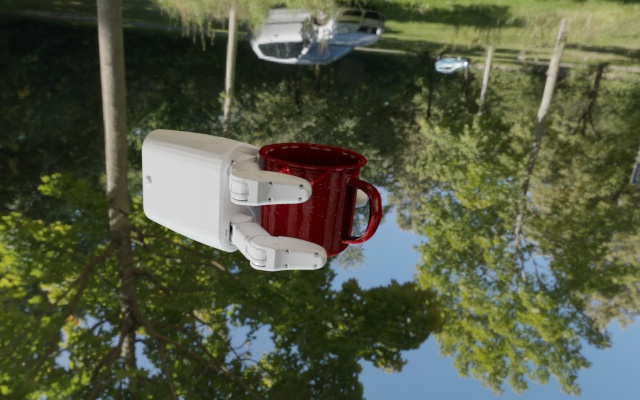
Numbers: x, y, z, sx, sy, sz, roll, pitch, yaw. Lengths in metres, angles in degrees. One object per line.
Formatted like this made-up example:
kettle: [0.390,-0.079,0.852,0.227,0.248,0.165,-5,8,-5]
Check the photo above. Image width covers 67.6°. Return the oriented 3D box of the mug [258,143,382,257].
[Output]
mug: [0.001,0.002,0.413,0.117,0.081,0.093,16,20,30]
